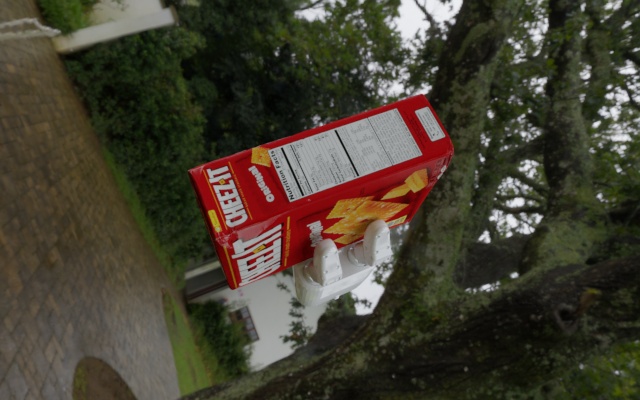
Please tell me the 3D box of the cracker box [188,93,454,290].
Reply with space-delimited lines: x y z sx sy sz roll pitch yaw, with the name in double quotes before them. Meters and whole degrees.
"cracker box" 0.000 0.001 0.453 0.213 0.072 0.164 -20 -21 -14
